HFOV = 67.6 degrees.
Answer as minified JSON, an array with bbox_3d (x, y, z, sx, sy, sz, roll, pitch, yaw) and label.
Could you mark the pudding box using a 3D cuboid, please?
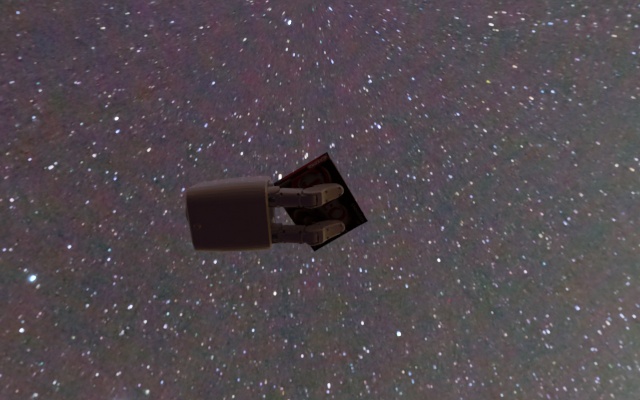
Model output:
[{"bbox_3d":[0.000,0.002,0.670,0.090,0.113,0.039,-30,24,7],"label":"pudding box"}]
